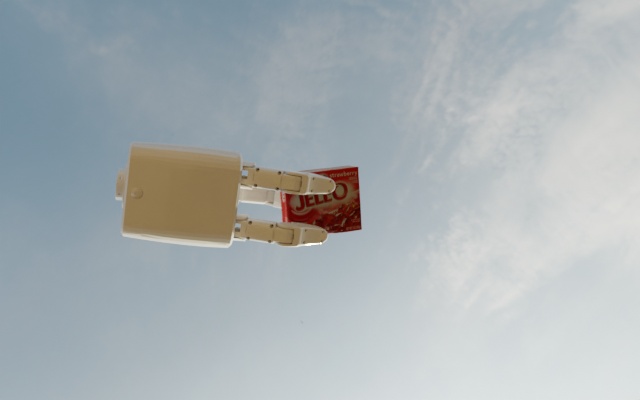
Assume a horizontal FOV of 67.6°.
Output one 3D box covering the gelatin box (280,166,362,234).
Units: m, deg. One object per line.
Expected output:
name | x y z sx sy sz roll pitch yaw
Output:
gelatin box | 0.000 0.002 0.535 0.089 0.073 0.030 -8 10 -19
